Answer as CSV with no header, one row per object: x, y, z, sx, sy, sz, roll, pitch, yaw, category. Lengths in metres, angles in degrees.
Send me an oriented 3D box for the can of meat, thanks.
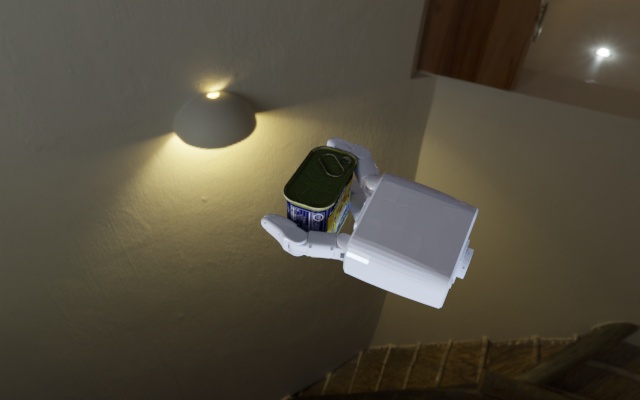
0.000,0.002,0.546,0.057,0.084,0.102,18,46,15,can of meat
